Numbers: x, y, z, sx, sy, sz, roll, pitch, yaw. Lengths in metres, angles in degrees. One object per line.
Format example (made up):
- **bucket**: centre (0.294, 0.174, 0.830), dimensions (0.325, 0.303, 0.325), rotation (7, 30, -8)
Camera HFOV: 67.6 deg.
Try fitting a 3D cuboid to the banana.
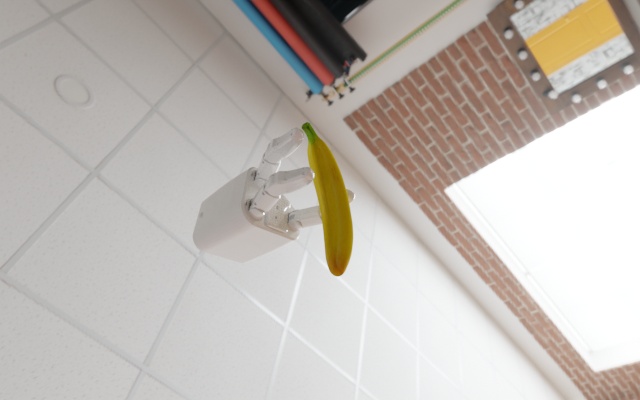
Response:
- **banana**: centre (0.010, 0.003, 0.590), dimensions (0.037, 0.197, 0.070), rotation (-26, -25, 27)
